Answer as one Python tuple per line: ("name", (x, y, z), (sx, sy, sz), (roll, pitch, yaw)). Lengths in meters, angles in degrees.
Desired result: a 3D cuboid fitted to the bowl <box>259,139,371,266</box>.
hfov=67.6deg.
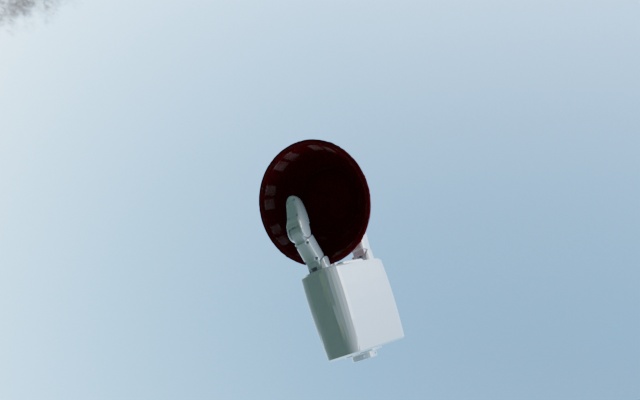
("bowl", (0.000, 0.001, 0.625), (0.162, 0.162, 0.055), (0, 4, 28))
